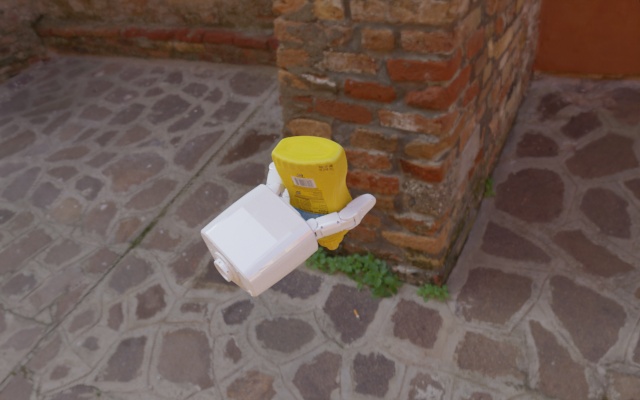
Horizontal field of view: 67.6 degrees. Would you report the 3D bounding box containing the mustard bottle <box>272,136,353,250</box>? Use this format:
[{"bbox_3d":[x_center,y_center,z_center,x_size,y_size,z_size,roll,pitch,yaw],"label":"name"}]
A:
[{"bbox_3d":[0.000,0.002,0.668,0.096,0.192,0.058,9,47,24],"label":"mustard bottle"}]
